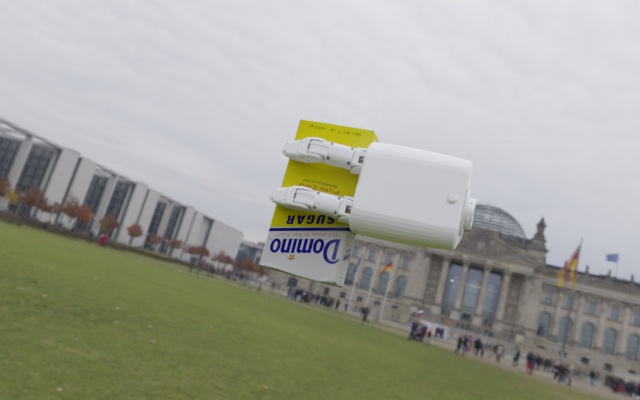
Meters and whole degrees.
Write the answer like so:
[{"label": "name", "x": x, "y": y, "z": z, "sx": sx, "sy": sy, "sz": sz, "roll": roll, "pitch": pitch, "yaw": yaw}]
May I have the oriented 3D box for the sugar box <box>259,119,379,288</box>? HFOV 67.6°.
[{"label": "sugar box", "x": 0.000, "y": 0.002, "z": 0.543, "sx": 0.093, "sy": 0.176, "sz": 0.048, "roll": 11, "pitch": -12, "yaw": 18}]
